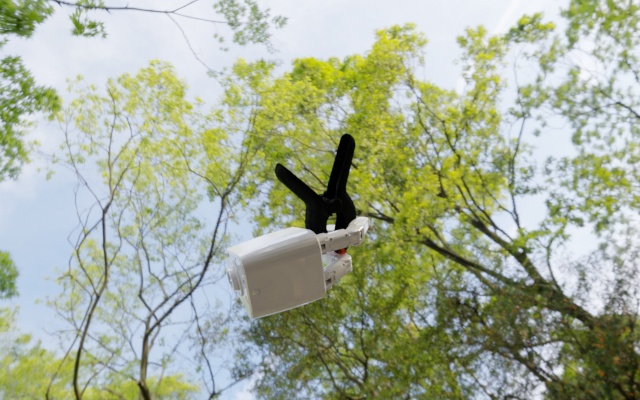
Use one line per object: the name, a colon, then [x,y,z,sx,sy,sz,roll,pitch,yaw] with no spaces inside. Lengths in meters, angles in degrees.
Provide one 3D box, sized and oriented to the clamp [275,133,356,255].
clamp: [0.000,0.002,0.653,0.120,0.171,0.039,-15,23,-21]
